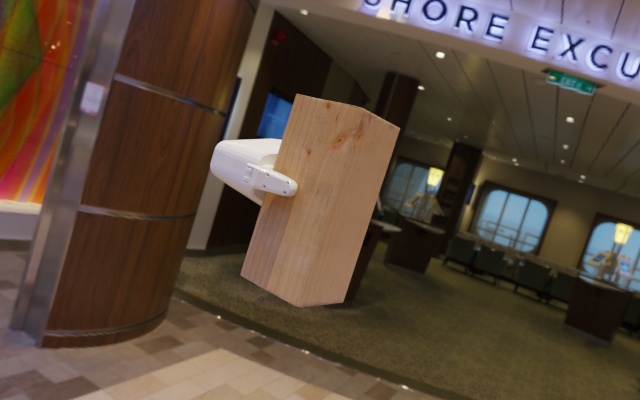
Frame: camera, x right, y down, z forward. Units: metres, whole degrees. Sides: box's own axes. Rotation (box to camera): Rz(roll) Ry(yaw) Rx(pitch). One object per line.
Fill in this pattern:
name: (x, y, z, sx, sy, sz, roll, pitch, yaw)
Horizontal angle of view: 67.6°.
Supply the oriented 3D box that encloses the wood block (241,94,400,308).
wood block: (0.000, 0.001, 0.524, 0.090, 0.206, 0.091, 21, 6, 35)
